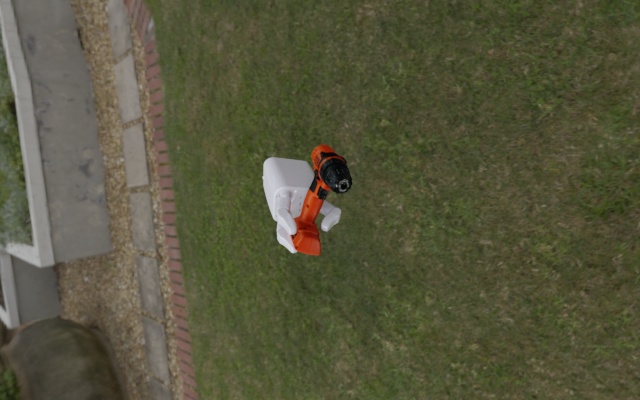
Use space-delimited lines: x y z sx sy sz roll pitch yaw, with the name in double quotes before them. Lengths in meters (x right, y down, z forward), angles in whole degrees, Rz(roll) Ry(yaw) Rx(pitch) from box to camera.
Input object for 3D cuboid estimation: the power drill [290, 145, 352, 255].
"power drill" 0.000 0.003 0.882 0.057 0.188 0.184 16 19 -15
